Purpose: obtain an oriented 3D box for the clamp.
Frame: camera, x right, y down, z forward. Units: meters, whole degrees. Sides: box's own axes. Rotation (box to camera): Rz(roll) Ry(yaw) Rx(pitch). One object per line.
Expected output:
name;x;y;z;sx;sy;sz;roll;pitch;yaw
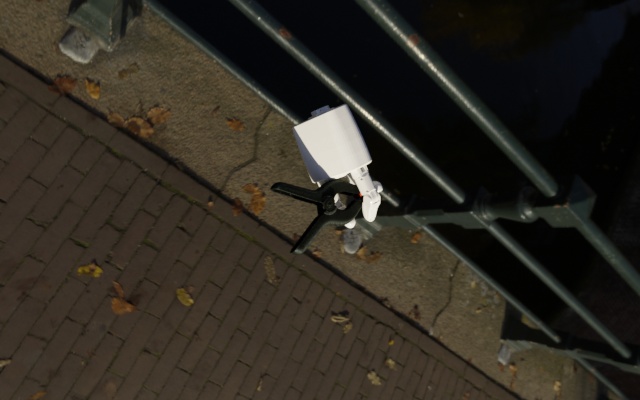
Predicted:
clamp;0.001;0.003;0.792;0.171;0.120;0.039;-27;10;-27
